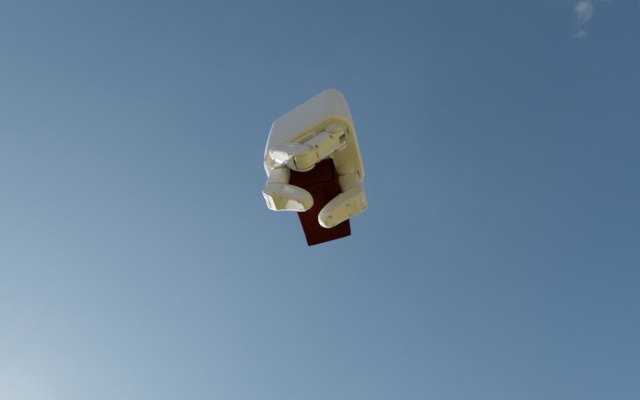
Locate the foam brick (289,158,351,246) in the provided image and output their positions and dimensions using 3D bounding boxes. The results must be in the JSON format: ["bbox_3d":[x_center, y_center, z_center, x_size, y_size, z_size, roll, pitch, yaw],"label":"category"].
[{"bbox_3d":[0.000,0.002,0.539,0.053,0.078,0.051,-13,31,6],"label":"foam brick"}]
